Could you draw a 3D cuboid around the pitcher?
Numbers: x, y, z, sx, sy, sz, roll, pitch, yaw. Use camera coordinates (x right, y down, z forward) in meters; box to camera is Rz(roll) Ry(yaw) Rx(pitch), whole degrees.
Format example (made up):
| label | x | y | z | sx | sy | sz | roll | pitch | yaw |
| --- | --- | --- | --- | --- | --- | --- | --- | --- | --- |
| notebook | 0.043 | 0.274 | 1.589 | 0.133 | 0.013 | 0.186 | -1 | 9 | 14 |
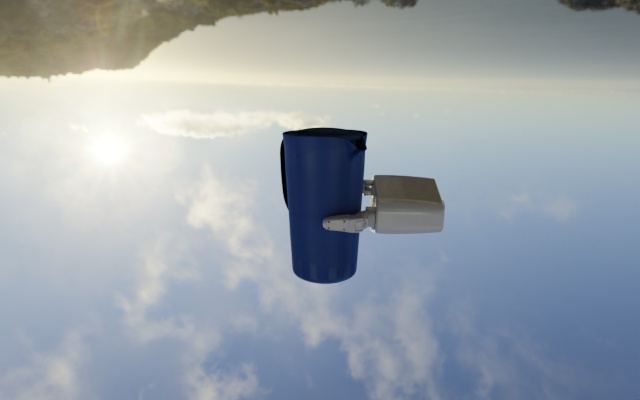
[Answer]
| label | x | y | z | sx | sy | sz | roll | pitch | yaw |
| --- | --- | --- | --- | --- | --- | --- | --- | --- | --- |
| pitcher | 0.000 | 0.003 | 0.779 | 0.145 | 0.243 | 0.149 | 1 | 14 | 2 |
